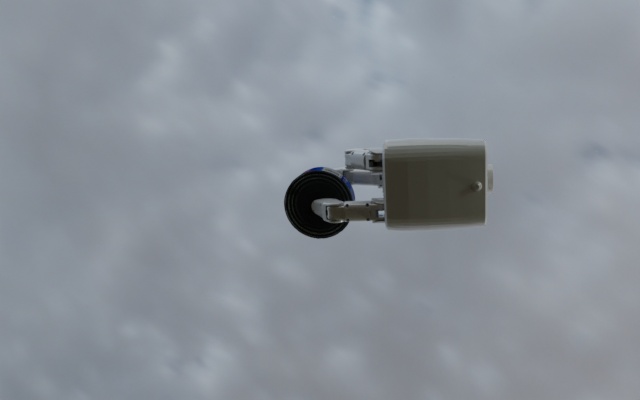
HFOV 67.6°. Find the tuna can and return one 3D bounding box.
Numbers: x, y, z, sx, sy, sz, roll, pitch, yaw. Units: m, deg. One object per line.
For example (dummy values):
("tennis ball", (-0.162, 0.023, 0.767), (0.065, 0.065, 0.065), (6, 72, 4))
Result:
("tuna can", (0.000, 0.002, 0.595), (0.086, 0.086, 0.033), (0, 14, 10))
